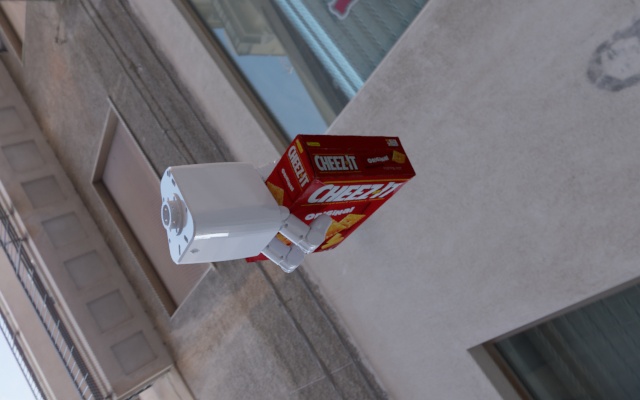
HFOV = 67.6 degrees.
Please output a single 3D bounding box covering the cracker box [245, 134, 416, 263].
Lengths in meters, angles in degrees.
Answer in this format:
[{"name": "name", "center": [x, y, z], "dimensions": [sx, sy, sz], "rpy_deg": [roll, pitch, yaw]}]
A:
[{"name": "cracker box", "center": [0.000, 0.002, 0.651], "dimensions": [0.164, 0.072, 0.214], "rpy_deg": [-5, -28, -36]}]
